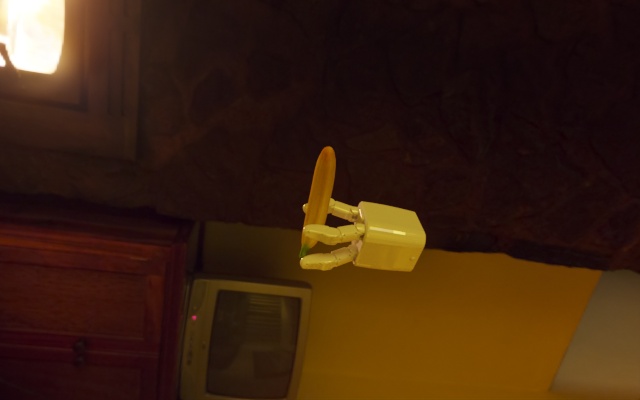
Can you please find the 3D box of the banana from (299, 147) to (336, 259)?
[{"bbox_3d":[-0.001,0.000,0.811,0.037,0.198,0.069,10,17,-5],"label":"banana"}]
